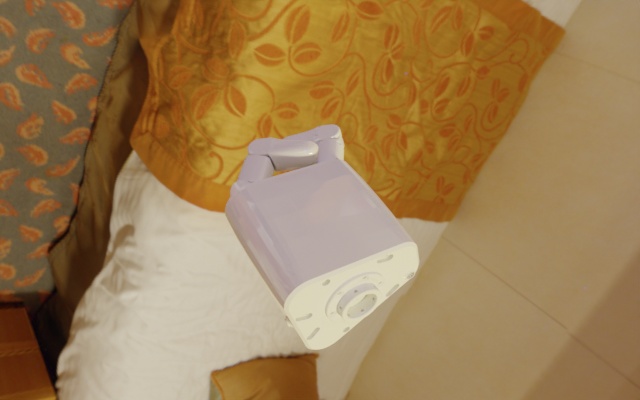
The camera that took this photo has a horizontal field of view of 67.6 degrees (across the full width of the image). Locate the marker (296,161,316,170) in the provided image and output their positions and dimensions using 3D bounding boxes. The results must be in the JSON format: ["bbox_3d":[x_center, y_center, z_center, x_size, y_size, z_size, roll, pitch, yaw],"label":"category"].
[{"bbox_3d":[0.000,0.001,0.456,0.020,0.020,0.121,0,-38,18],"label":"marker"}]
